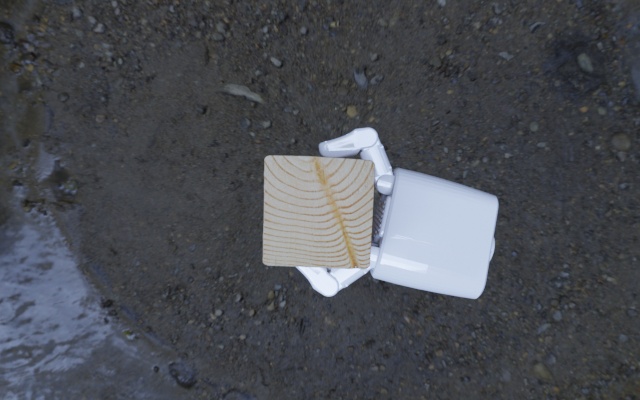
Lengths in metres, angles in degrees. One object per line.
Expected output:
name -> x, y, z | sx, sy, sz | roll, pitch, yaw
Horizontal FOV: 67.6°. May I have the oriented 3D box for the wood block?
wood block -> 0.000, 0.001, 0.483 | 0.090, 0.091, 0.206 | 3, 4, 1
